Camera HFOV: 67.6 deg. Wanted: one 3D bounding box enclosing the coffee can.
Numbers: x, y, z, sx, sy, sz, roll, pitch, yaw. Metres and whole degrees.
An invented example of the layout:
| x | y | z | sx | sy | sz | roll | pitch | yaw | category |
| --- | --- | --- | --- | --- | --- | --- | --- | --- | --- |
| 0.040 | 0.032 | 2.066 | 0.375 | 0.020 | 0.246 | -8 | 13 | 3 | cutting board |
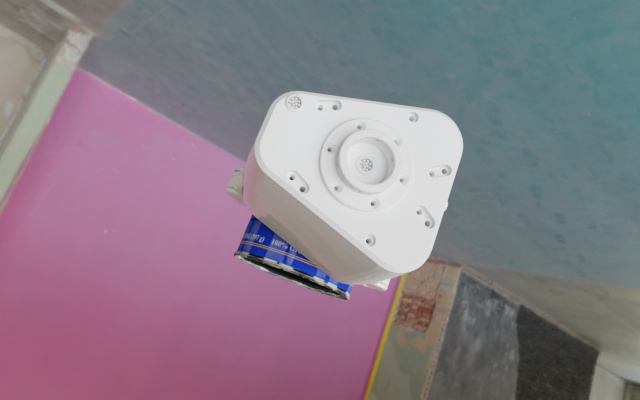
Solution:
| x | y | z | sx | sy | sz | roll | pitch | yaw | category |
| --- | --- | --- | --- | --- | --- | --- | --- | --- | --- |
| 0.000 | 0.001 | 0.413 | 0.103 | 0.140 | 0.103 | 20 | -14 | 5 | coffee can |
